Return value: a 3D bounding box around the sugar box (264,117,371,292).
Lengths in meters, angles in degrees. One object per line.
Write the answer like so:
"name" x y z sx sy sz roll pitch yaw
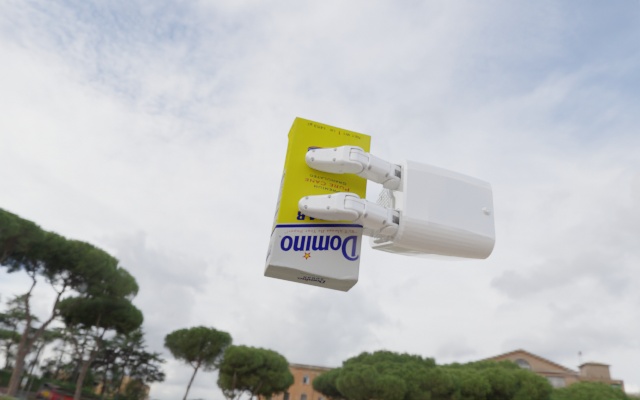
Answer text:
"sugar box" 0.000 0.001 0.513 0.093 0.176 0.048 12 -29 -10
